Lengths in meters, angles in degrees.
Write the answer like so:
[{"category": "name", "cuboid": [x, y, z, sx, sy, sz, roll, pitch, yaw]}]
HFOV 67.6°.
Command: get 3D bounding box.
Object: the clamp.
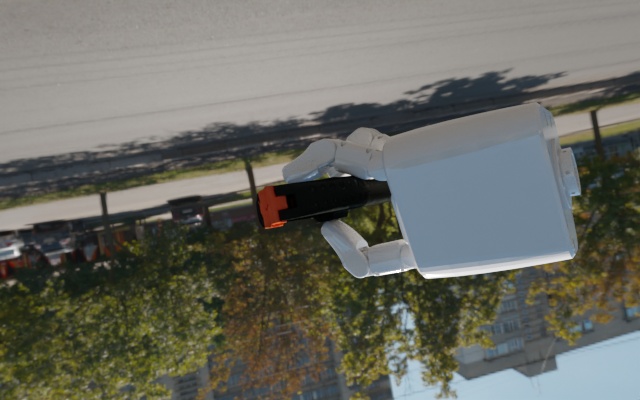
[{"category": "clamp", "cuboid": [0.000, 0.002, 0.424, 0.164, 0.036, 0.210, -14, -3, 32]}]
